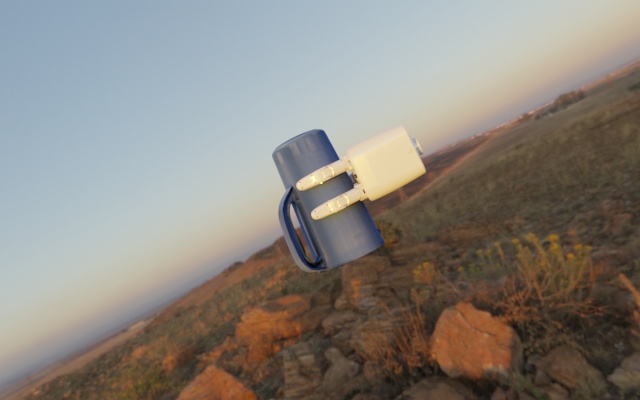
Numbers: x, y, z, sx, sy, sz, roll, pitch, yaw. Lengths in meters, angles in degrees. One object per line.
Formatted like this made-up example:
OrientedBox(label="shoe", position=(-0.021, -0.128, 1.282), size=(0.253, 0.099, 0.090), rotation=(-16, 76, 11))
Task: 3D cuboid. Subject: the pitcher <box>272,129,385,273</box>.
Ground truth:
OrientedBox(label="pitcher", position=(0.000, 0.003, 0.861), size=(0.145, 0.243, 0.149), rotation=(-26, -1, 11))
